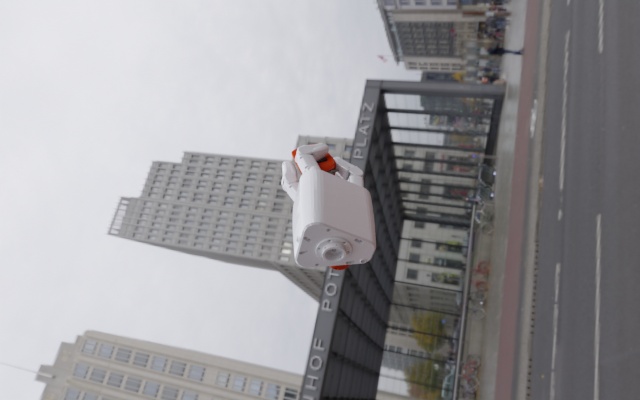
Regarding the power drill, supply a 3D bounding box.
[{"bbox_3d":[0.000,0.002,0.815,0.057,0.188,0.184,-19,28,-10],"label":"power drill"}]
